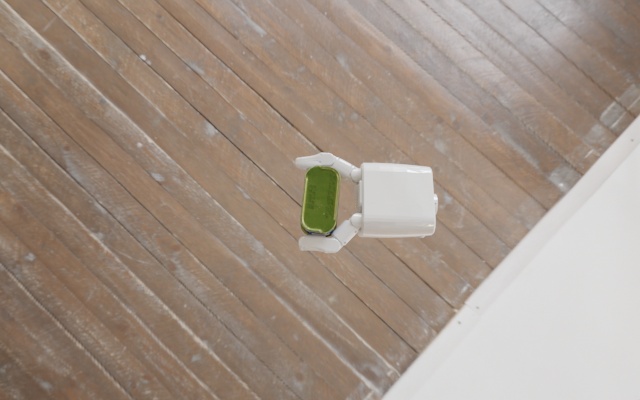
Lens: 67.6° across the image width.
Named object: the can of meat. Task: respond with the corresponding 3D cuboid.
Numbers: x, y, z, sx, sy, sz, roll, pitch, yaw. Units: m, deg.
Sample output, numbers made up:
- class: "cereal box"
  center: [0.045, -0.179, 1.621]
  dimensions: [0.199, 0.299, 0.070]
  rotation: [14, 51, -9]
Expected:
- class: "can of meat"
  center: [0.000, 0.002, 0.713]
  dimensions: [0.057, 0.102, 0.084]
  rotation: [5, -6, 0]
